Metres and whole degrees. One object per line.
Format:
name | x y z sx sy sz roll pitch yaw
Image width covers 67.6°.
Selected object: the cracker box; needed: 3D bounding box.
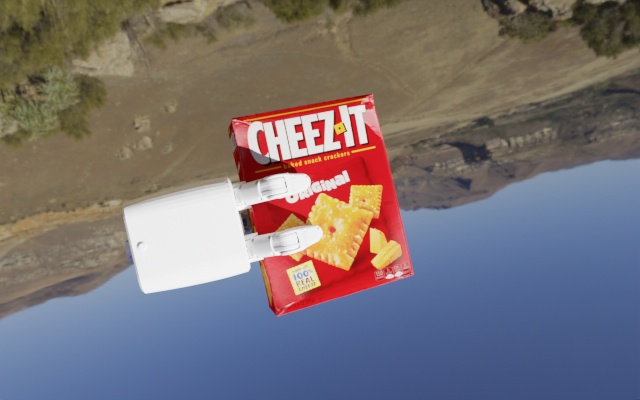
cracker box | 0.000 0.002 0.539 0.164 0.213 0.072 -13 1 -14
